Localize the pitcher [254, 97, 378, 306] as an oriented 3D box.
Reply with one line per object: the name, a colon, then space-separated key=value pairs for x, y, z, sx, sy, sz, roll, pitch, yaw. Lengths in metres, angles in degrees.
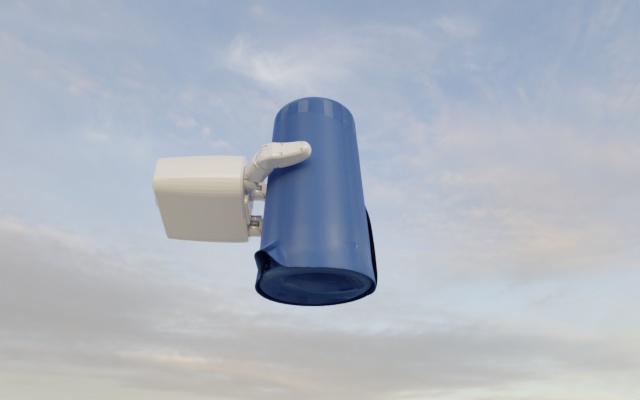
pitcher: x=0.000 y=0.002 z=0.587 sx=0.145 sy=0.242 sz=0.149 roll=0 pitch=-29 yaw=0
